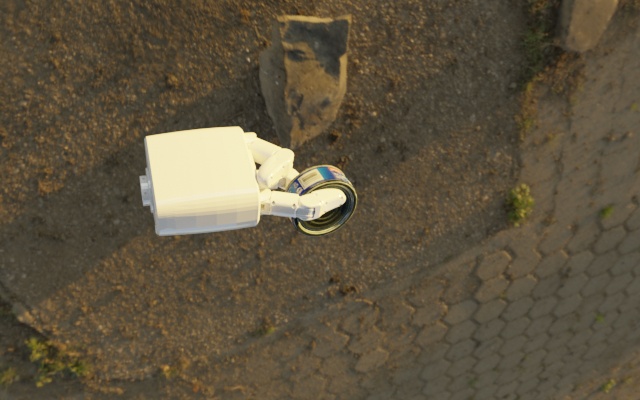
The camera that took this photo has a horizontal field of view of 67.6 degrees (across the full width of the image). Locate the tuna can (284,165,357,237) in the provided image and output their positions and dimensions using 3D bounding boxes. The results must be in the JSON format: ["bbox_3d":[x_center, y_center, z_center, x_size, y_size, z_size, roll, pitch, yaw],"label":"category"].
[{"bbox_3d":[0.000,0.002,0.574,0.086,0.086,0.033,0,36,-29],"label":"tuna can"}]
